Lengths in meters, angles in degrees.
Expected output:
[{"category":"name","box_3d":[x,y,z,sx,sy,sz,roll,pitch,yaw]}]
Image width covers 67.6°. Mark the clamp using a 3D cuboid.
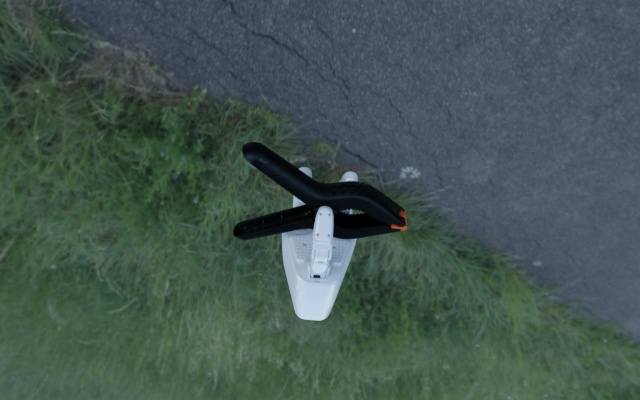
[{"category":"clamp","box_3d":[0.001,0.003,0.552,0.210,0.036,0.165,5,-37,-2]}]
